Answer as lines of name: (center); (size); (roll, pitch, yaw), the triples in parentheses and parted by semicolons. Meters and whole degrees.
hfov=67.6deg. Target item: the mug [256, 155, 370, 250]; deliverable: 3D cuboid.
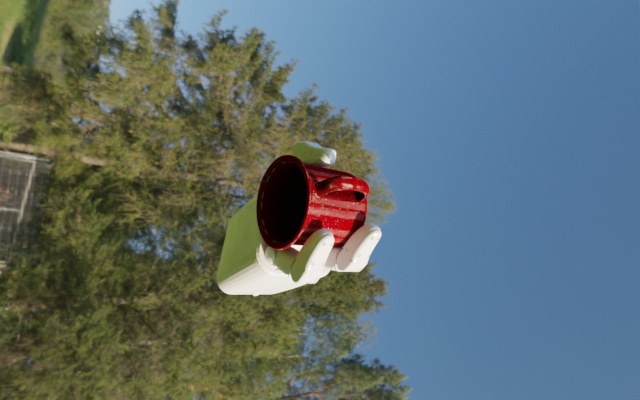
mug: (0.001, 0.001, 0.478); (0.081, 0.093, 0.117); (8, -26, -38)
